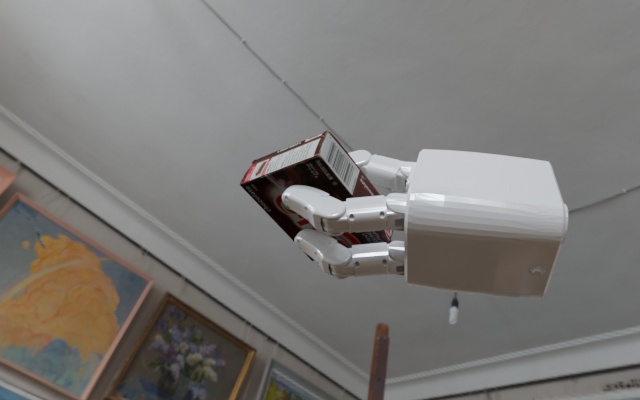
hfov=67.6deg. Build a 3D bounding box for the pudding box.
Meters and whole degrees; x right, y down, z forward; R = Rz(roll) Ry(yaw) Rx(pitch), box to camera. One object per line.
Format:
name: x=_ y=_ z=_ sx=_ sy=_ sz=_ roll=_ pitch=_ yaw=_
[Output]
pudding box: x=0.000 y=0.001 z=0.420 sx=0.090 sy=0.113 sz=0.039 roll=-18 pitch=34 yaw=35
